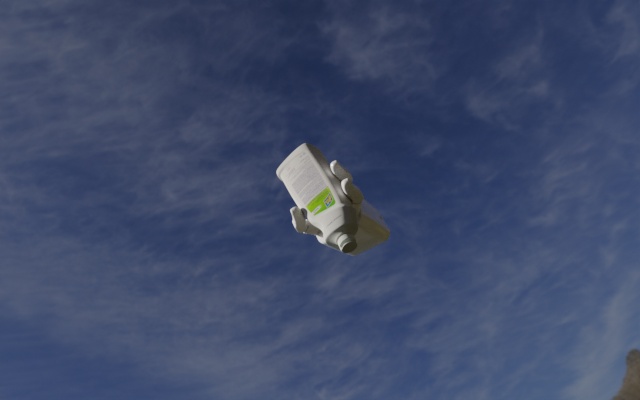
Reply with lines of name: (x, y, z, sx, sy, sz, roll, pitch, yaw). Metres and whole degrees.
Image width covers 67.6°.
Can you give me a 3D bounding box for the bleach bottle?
bleach bottle: (0.000, 0.003, 0.888, 0.068, 0.102, 0.250, 28, 25, -42)
